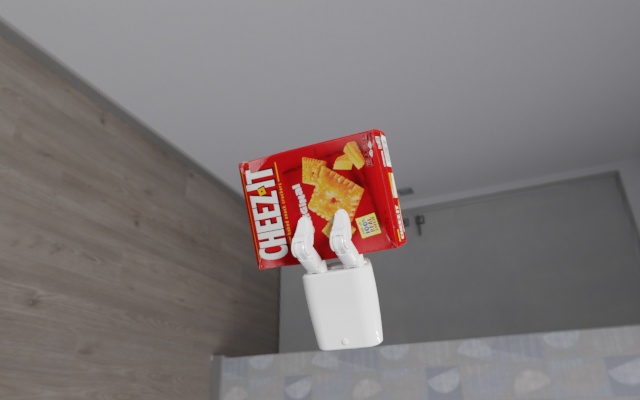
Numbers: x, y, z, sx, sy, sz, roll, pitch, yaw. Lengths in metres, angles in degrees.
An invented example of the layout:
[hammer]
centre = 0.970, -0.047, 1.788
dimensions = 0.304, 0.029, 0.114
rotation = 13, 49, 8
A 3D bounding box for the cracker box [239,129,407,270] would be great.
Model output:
[cracker box]
centre = 0.000, 0.002, 0.687
dimensions = 0.214, 0.164, 0.072
rotation = -12, -2, 21
